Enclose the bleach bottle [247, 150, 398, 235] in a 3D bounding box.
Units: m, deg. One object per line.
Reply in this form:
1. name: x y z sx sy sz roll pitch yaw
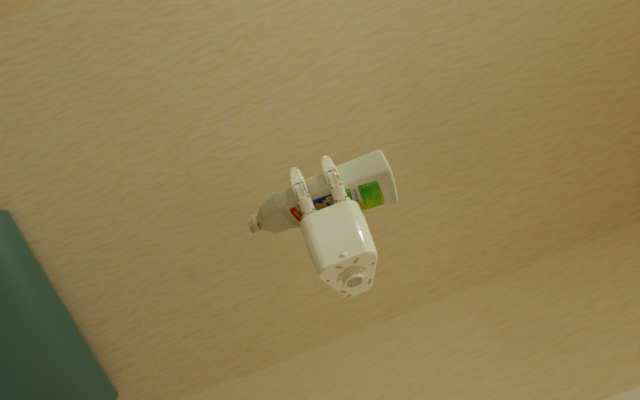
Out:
1. bleach bottle: 0.000 0.003 0.810 0.251 0.068 0.103 -21 -42 1
